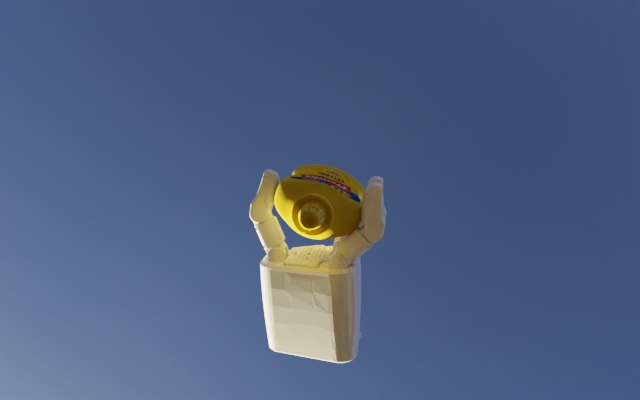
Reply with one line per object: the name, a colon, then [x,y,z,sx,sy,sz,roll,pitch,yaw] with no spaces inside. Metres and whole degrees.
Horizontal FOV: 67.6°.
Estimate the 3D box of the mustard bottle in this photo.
mustard bottle: [0.000,0.001,0.527,0.096,0.058,0.191,22,13,2]
